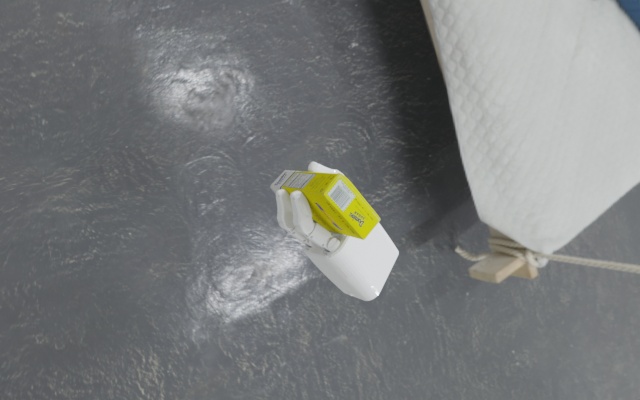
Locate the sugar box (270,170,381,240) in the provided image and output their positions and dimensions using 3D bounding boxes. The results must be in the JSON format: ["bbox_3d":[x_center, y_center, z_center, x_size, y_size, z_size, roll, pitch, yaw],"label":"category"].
[{"bbox_3d":[0.000,0.003,0.699,0.093,0.048,0.176,49,-21,-23],"label":"sugar box"}]
